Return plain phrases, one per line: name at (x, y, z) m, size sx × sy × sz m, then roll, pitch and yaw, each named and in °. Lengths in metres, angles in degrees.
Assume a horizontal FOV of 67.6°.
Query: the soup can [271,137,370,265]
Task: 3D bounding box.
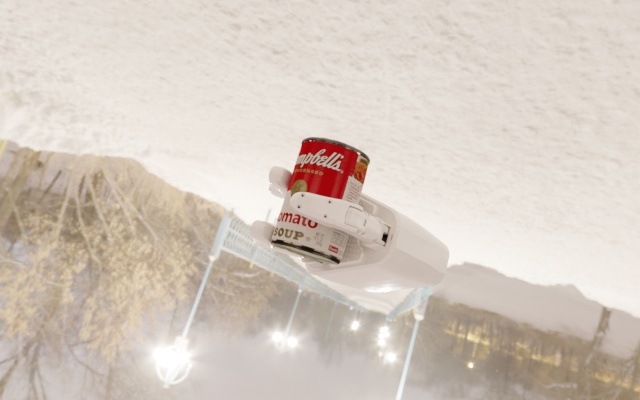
soup can at (0.000, 0.002, 0.443) m, size 0.068 × 0.102 × 0.068 m, roll 16°, pitch -11°, yaw 3°
